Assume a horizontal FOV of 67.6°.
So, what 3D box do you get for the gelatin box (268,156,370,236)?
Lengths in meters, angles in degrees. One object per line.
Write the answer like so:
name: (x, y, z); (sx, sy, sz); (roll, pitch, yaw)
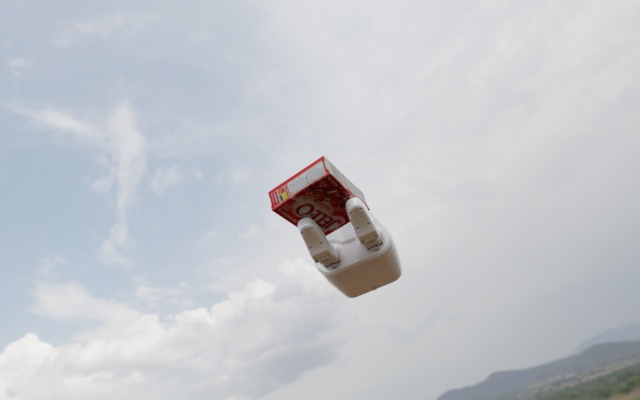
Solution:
gelatin box: (0.000, 0.001, 0.510); (0.073, 0.030, 0.089); (-32, -41, 17)
